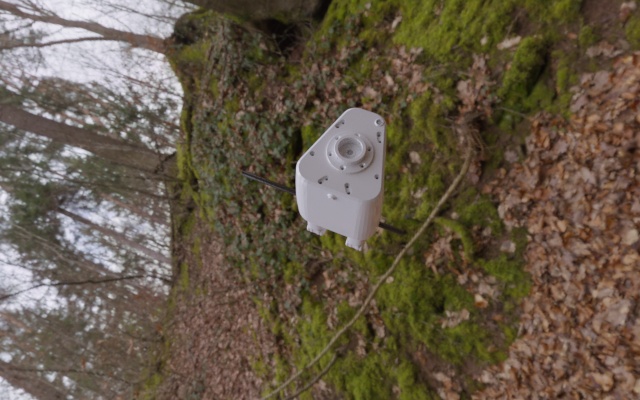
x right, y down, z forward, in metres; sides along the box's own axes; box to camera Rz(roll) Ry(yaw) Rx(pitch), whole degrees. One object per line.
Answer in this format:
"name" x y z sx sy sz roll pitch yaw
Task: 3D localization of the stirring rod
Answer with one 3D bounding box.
"stirring rod" 0.000 0.002 0.662 0.239 0.011 0.011 21 4 10
